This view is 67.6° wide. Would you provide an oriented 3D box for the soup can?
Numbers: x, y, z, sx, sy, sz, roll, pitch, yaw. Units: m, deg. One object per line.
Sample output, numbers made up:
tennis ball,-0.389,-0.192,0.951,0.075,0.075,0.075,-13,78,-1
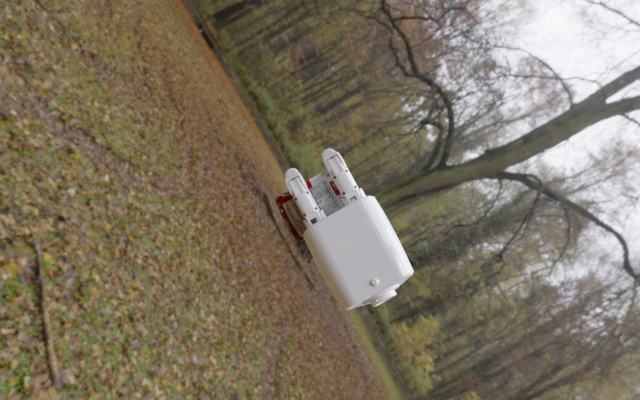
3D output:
soup can,0.000,0.002,0.630,0.102,0.068,0.068,-29,-1,2
